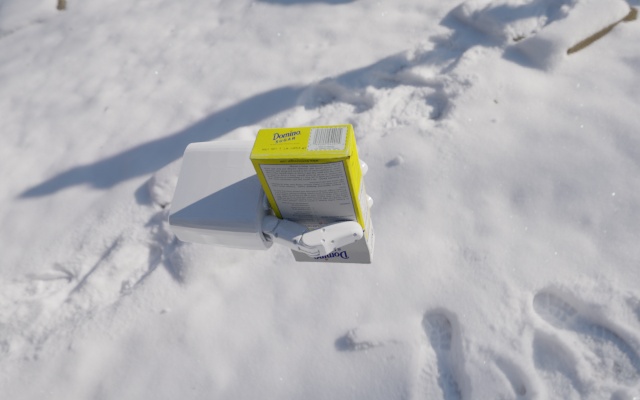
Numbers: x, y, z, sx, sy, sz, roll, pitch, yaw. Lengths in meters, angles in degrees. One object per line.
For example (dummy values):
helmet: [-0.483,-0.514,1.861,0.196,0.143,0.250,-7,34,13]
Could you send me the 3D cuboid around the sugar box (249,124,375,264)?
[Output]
sugar box: [0.000,0.001,0.493,0.093,0.048,0.176,0,-37,14]
